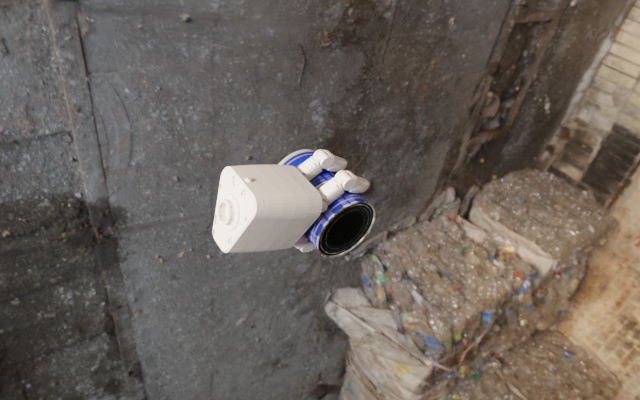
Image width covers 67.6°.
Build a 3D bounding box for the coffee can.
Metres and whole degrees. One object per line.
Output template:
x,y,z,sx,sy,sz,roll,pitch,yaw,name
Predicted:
0.000,0.002,0.720,0.103,0.103,0.140,0,36,-43,coffee can
